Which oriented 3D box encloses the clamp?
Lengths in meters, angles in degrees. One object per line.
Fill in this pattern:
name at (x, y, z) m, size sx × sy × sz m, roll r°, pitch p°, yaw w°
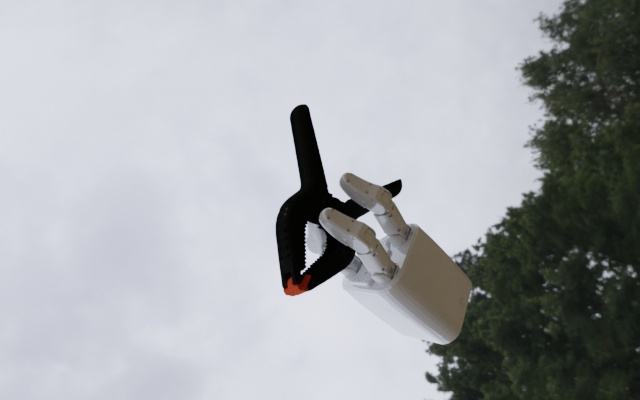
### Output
clamp at (0.000, 0.002, 0.511) m, size 0.164 × 0.210 × 0.036 m, roll 40°, pitch -38°, yaw -14°
